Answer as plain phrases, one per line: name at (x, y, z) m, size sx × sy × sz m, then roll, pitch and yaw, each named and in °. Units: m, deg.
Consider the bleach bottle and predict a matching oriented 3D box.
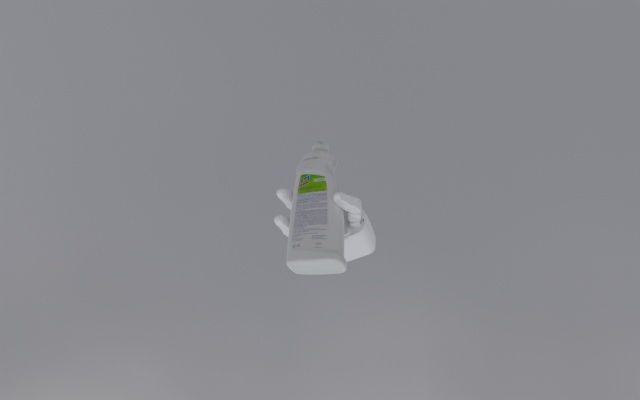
bleach bottle at (0.000, 0.003, 0.850) m, size 0.102 × 0.250 × 0.068 m, roll -4°, pitch -30°, yaw 16°
